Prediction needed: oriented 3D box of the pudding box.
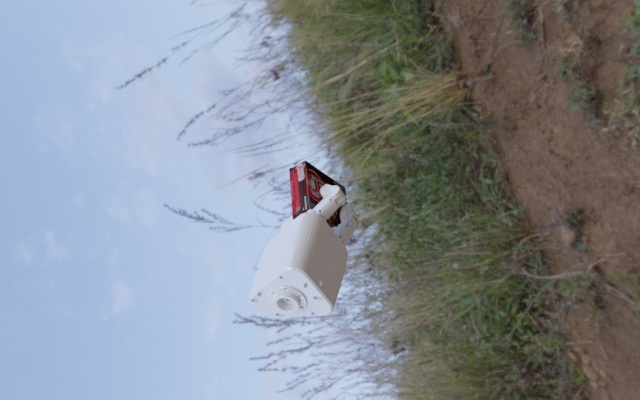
[{"bbox_3d":[0.000,0.003,0.739,0.039,0.090,0.113,-22,-33,27],"label":"pudding box"}]
